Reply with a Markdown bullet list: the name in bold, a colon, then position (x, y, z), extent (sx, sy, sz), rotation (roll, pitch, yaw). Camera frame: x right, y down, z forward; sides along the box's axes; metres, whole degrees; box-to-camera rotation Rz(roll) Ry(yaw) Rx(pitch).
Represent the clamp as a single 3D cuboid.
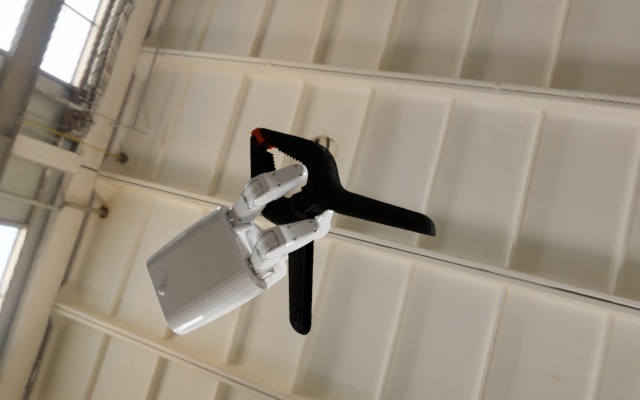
- **clamp**: position (0.000, 0.001, 0.474), extent (0.164, 0.210, 0.036), rotation (-33, -21, 10)
